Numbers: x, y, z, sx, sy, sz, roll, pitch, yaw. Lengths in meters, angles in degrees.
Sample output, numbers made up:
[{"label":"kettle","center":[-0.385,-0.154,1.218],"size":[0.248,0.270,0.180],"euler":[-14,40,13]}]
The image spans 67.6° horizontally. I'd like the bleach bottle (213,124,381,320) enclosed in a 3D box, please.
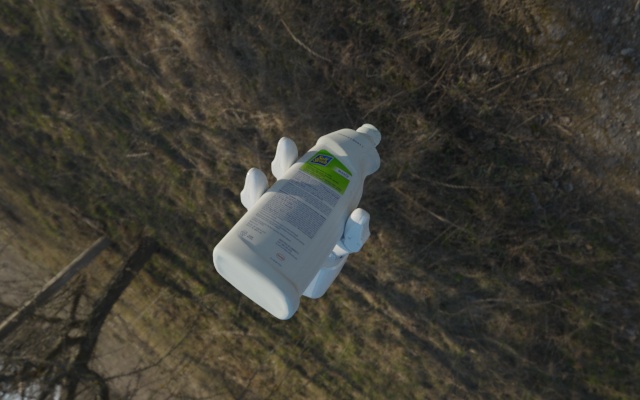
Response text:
[{"label":"bleach bottle","center":[0.000,0.002,0.527],"size":[0.102,0.250,0.068],"euler":[34,-32,11]}]
